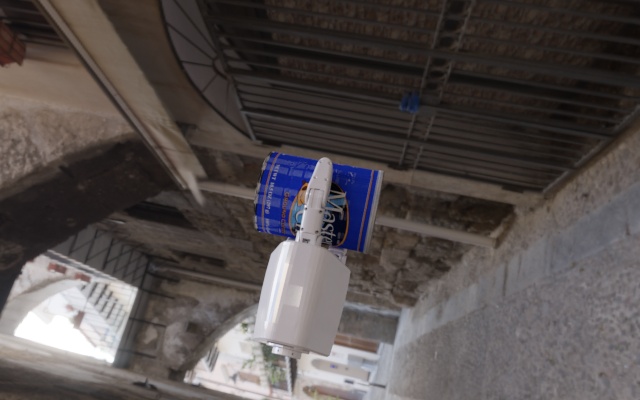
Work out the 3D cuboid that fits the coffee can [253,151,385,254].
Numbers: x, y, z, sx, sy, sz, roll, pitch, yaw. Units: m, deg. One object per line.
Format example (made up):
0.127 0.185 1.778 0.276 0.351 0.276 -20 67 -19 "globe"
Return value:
0.000 0.002 0.586 0.140 0.103 0.103 11 1 6 "coffee can"
